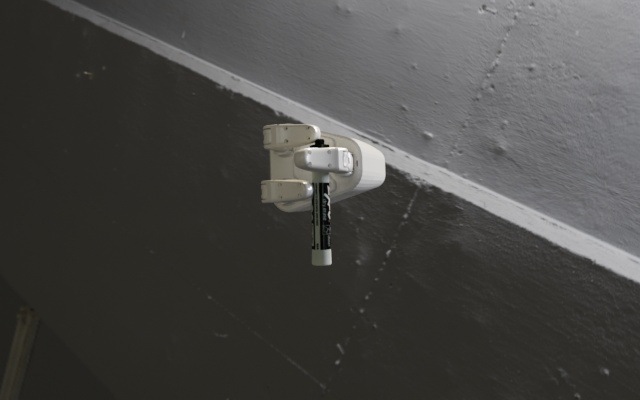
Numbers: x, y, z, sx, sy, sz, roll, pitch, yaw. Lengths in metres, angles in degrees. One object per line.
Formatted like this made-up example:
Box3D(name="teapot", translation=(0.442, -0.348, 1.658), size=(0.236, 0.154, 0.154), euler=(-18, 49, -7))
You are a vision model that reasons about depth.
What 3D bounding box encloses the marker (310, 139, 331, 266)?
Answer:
Box3D(name="marker", translation=(0.000, 0.002, 0.460), size=(0.020, 0.121, 0.020), euler=(-1, 1, 0))
